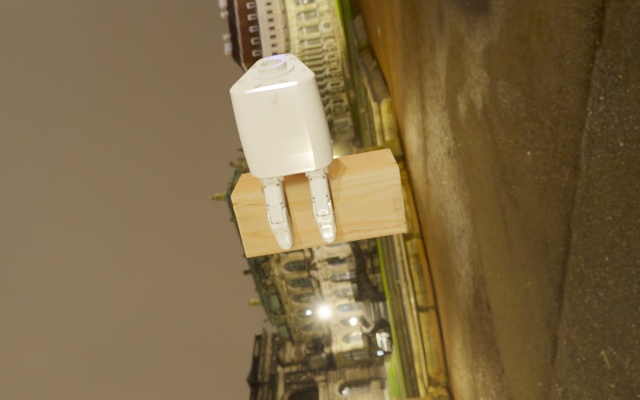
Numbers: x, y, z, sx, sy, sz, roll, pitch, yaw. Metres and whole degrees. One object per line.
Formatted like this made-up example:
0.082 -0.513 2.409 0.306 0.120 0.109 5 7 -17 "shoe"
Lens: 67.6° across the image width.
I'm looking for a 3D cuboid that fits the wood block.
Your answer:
0.000 0.002 0.628 0.206 0.090 0.090 -9 21 4 "wood block"
